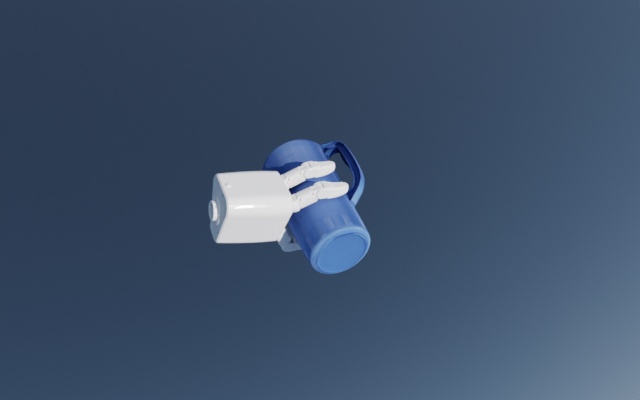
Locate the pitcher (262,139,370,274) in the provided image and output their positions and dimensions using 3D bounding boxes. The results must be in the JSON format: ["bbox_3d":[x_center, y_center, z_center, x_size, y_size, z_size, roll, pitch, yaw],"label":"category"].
[{"bbox_3d":[0.000,0.003,0.848,0.145,0.149,0.242,-2,40,-27],"label":"pitcher"}]
